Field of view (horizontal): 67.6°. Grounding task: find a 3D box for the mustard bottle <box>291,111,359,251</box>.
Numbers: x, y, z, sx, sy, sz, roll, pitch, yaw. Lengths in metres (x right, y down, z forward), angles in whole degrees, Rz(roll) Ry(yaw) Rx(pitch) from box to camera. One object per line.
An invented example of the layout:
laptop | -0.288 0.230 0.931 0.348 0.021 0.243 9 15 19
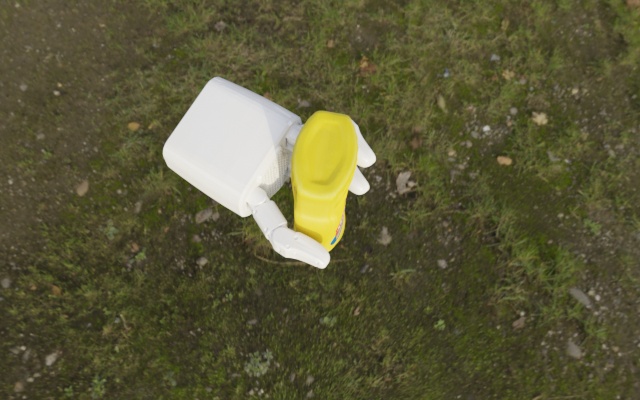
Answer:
mustard bottle | 0.000 0.002 0.498 0.058 0.096 0.192 8 -28 2
